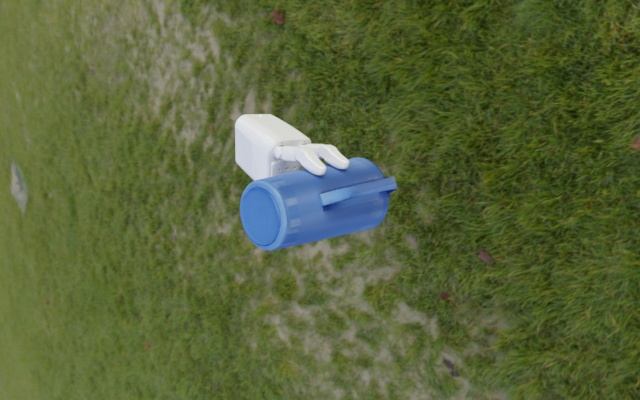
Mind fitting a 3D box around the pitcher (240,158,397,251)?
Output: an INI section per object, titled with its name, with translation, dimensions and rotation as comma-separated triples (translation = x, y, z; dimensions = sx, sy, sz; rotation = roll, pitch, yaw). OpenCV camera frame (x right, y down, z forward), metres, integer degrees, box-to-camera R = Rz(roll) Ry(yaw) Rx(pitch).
[pitcher]
translation = 0.000, 0.003, 0.781
dimensions = 0.243, 0.149, 0.145
rotation = -13, 43, -45
